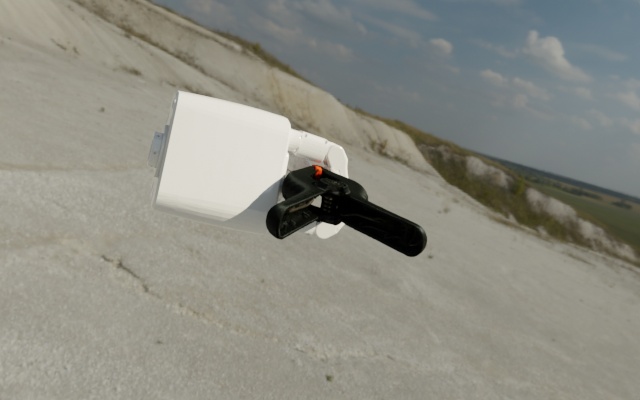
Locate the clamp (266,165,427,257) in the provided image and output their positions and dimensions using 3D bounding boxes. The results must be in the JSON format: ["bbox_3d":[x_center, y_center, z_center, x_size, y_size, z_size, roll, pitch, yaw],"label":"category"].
[{"bbox_3d":[0.000,0.001,0.405,0.120,0.039,0.171,12,12,-23],"label":"clamp"}]
